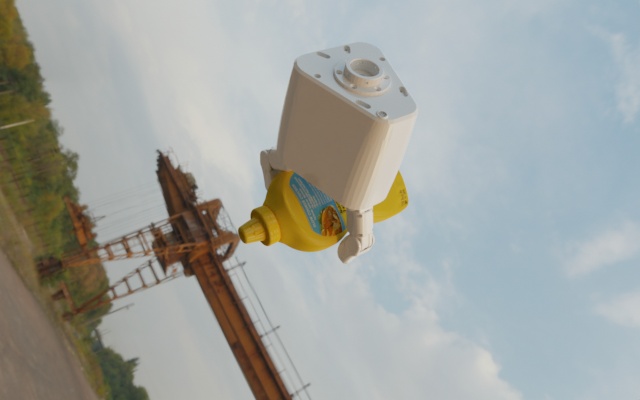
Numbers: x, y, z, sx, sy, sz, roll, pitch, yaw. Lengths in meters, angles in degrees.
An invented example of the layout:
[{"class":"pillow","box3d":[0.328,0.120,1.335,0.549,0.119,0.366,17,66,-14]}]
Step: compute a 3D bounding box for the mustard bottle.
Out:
[{"class":"mustard bottle","box3d":[0.000,0.002,0.515,0.191,0.096,0.058,-23,-8,-29]}]
